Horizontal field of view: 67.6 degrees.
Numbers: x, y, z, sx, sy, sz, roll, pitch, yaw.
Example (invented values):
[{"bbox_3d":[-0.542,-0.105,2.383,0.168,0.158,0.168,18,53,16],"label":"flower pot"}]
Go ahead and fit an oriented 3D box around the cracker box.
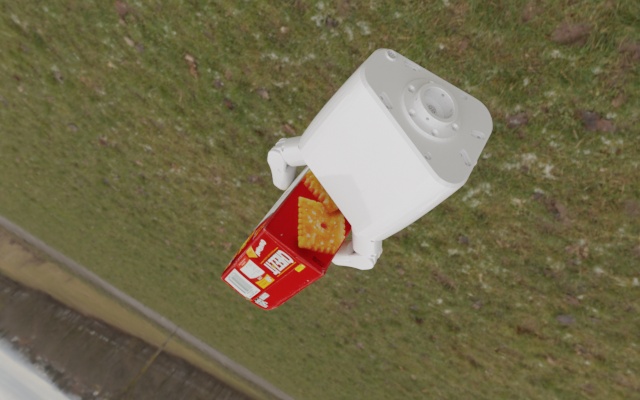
[{"bbox_3d":[0.000,0.002,0.504,0.072,0.213,0.164,39,-33,-4],"label":"cracker box"}]
